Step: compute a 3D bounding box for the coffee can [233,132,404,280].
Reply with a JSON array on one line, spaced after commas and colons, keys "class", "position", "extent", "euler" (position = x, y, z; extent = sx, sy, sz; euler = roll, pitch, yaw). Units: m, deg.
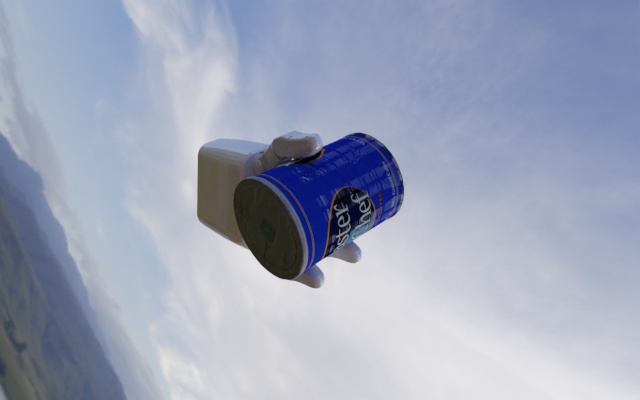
[{"class": "coffee can", "position": [0.000, 0.002, 0.478], "extent": [0.140, 0.103, 0.103], "euler": [-28, 17, -35]}]
